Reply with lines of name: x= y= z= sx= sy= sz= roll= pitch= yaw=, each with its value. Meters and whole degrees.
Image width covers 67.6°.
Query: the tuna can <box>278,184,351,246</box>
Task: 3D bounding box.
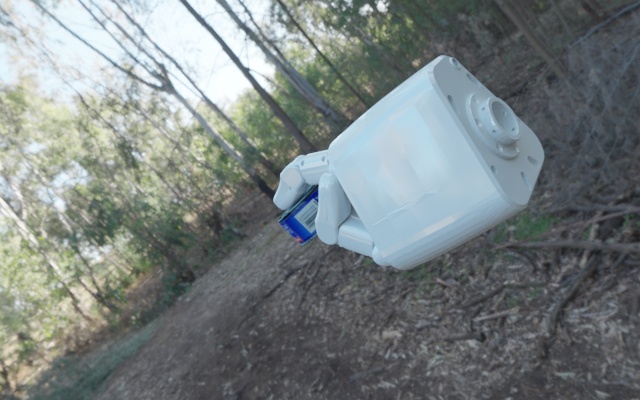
tuna can: x=0.000 y=0.001 z=0.454 sx=0.034 sy=0.086 sz=0.086 roll=44 pitch=-5 yaw=-5
